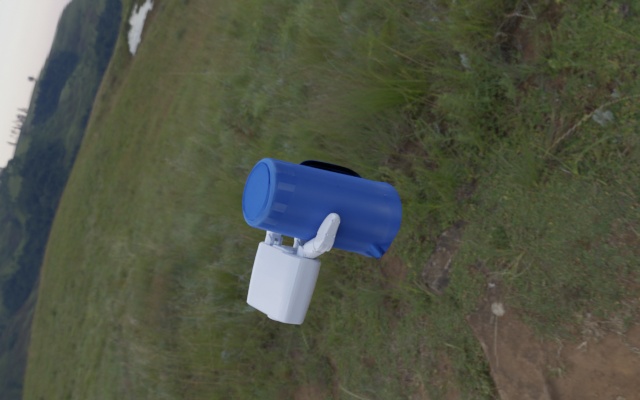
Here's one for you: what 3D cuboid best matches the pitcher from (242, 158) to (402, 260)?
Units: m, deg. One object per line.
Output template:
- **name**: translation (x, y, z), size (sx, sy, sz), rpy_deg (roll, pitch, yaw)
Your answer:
- **pitcher**: translation (0.000, 0.003, 0.786), size (0.243, 0.145, 0.149), rpy_deg (14, 0, -31)
